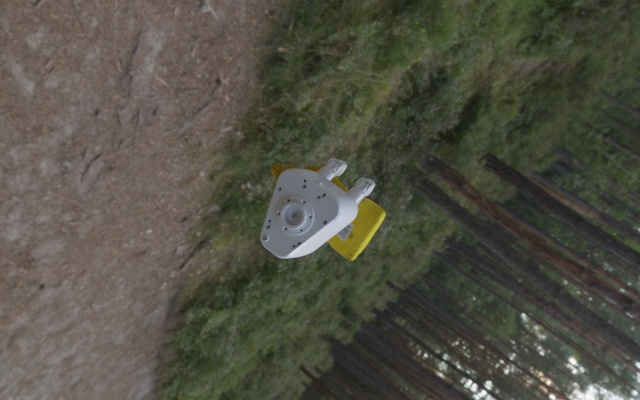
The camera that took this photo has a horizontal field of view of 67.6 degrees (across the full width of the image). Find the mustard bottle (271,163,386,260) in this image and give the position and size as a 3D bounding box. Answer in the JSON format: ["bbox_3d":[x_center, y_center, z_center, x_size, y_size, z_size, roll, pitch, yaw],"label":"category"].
[{"bbox_3d":[0.000,0.003,0.749,0.191,0.096,0.058,36,32,11],"label":"mustard bottle"}]
